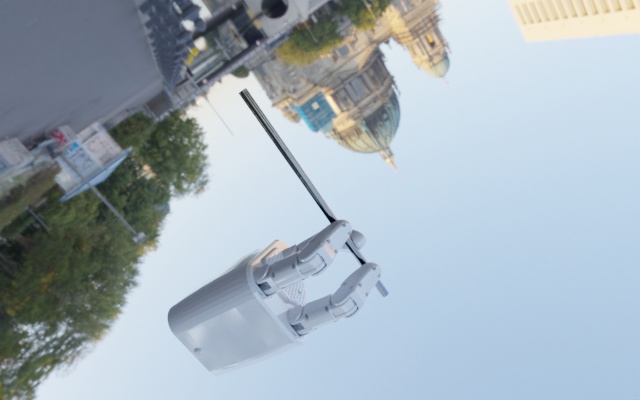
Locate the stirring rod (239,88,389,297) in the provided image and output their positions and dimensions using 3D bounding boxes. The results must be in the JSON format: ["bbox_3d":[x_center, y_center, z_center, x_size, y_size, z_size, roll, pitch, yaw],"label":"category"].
[{"bbox_3d":[0.000,0.001,0.437,0.011,0.239,0.011,-30,21,13],"label":"stirring rod"}]
